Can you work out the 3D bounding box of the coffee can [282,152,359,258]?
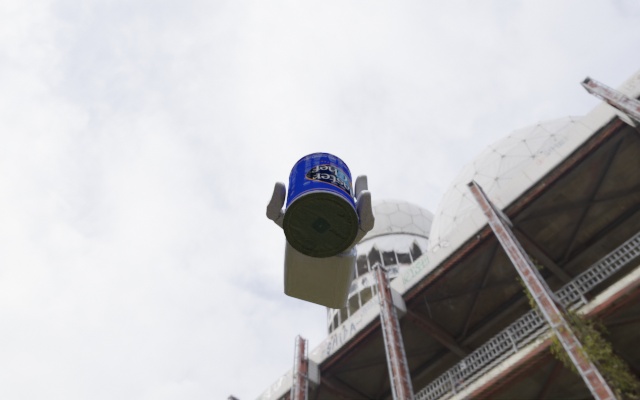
[{"bbox_3d":[0.000,0.002,0.698,0.103,0.103,0.140,0,28,0],"label":"coffee can"}]
